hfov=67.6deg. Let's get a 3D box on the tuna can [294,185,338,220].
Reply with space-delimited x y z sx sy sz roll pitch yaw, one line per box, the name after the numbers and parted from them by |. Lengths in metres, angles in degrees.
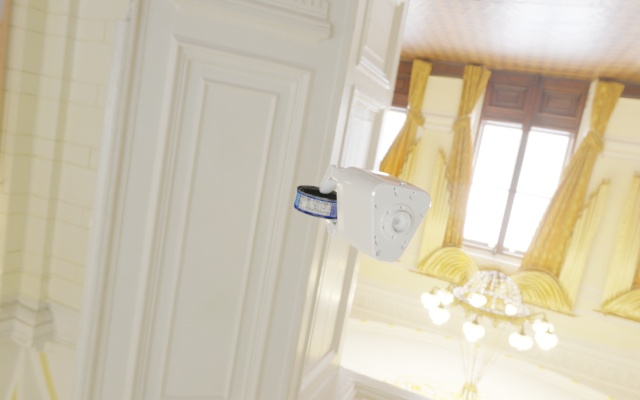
0.000 0.003 0.780 0.086 0.034 0.086 12 12 -3 | tuna can
